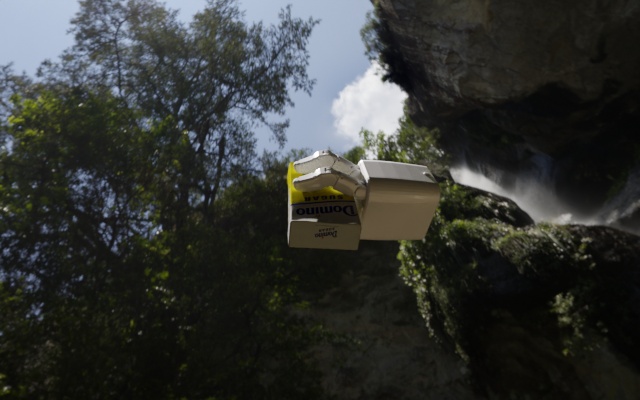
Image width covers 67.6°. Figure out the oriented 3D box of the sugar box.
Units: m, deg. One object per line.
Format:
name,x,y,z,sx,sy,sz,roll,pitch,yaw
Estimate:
sugar box,0.000,0.002,0.677,0.093,0.048,0.176,3,27,-7
